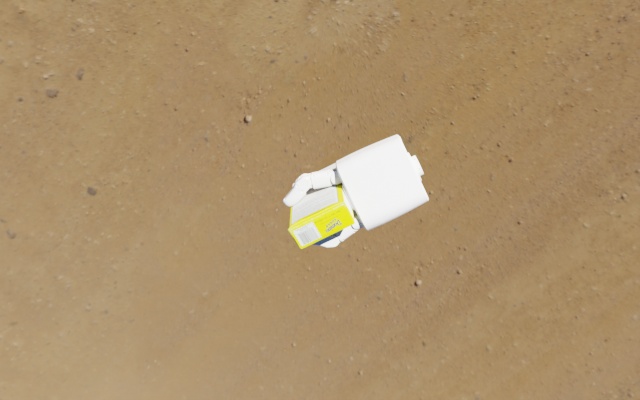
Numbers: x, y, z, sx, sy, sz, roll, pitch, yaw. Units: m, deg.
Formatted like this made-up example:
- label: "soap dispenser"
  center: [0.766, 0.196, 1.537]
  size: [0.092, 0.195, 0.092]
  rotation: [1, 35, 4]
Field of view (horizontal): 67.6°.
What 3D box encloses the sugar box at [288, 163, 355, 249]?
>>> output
- label: "sugar box"
  center: [0.001, 0.003, 0.764]
  size: [0.093, 0.048, 0.176]
  rotation: [-25, 19, 11]
